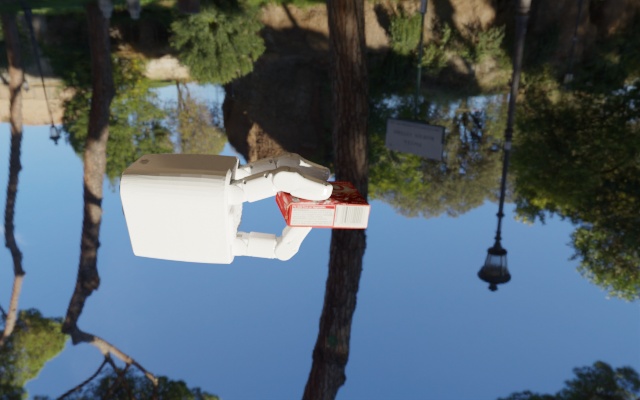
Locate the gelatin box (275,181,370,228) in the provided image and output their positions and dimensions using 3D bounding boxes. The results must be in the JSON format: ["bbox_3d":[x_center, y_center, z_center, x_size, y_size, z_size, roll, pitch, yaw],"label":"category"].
[{"bbox_3d":[0.000,0.002,0.518,0.089,0.030,0.073,2,21,-16],"label":"gelatin box"}]
